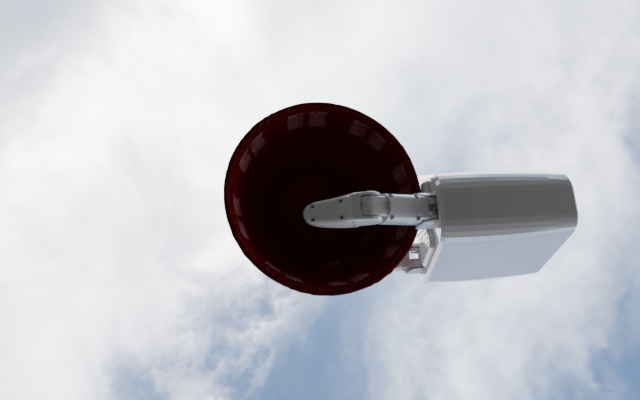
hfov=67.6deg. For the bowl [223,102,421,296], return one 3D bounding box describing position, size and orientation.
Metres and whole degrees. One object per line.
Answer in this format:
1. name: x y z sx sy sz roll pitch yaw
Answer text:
1. bowl: -0.001 0.001 0.406 0.162 0.162 0.055 0 -16 -10
